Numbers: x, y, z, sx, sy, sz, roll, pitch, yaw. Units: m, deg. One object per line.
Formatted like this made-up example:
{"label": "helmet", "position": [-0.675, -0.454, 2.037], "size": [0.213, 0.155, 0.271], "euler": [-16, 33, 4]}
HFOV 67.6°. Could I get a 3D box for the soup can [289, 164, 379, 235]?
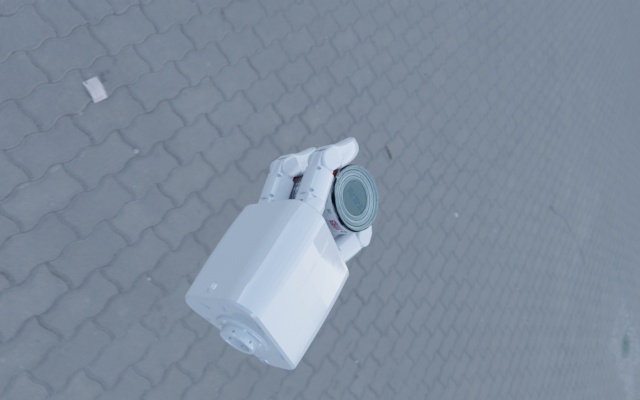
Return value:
{"label": "soup can", "position": [0.001, 0.001, 0.494], "size": [0.068, 0.068, 0.102], "euler": [0, -5, -45]}
